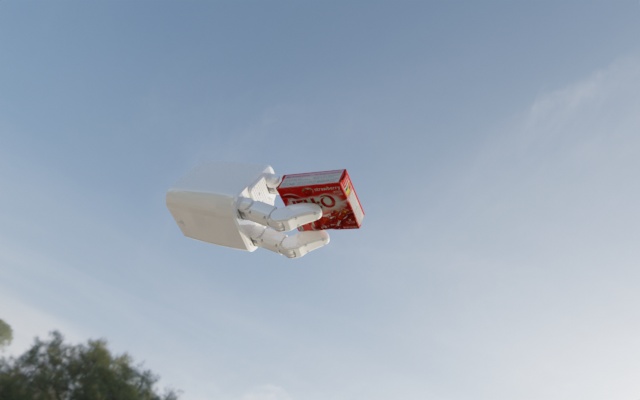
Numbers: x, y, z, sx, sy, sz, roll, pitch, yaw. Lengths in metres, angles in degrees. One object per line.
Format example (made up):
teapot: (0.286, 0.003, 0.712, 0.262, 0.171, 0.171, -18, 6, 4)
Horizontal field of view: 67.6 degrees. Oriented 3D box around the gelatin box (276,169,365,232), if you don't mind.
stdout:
gelatin box: (0.001, 0.002, 0.580, 0.089, 0.073, 0.030, -4, 39, 27)
